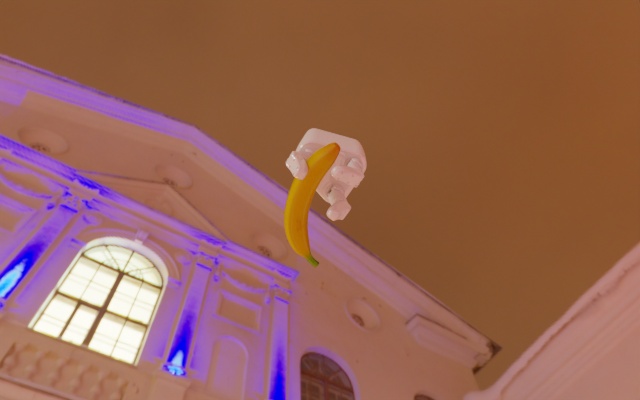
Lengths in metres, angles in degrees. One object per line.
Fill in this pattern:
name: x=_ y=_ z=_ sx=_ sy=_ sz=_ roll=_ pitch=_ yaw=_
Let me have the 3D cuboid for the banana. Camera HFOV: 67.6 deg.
banana: x=-0.019 y=0.002 z=0.732 sx=0.069 sy=0.198 sz=0.037 roll=11 pitch=17 yaw=5
